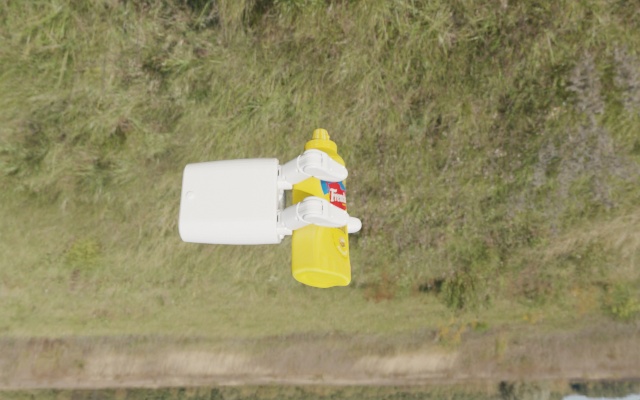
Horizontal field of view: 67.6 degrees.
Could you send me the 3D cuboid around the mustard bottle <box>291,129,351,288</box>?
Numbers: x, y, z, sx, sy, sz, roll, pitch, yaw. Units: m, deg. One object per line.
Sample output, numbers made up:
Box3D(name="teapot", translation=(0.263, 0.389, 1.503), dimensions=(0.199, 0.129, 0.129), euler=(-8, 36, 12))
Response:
Box3D(name="mustard bottle", translation=(0.000, 0.002, 0.571), dimensions=(0.058, 0.191, 0.096), euler=(-11, -24, 24))
